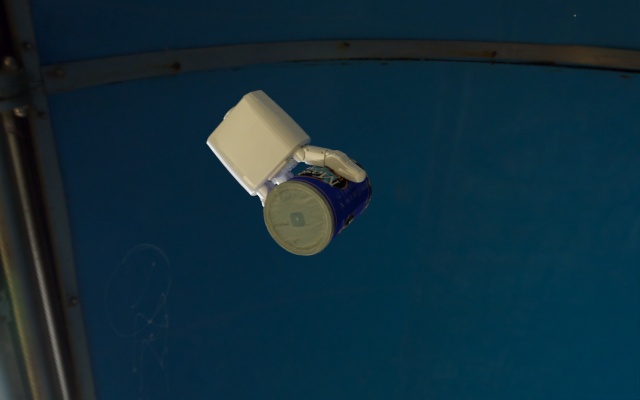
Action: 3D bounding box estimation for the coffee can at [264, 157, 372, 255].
[{"bbox_3d":[0.000,0.002,0.676,0.103,0.103,0.140,0,19,28],"label":"coffee can"}]
